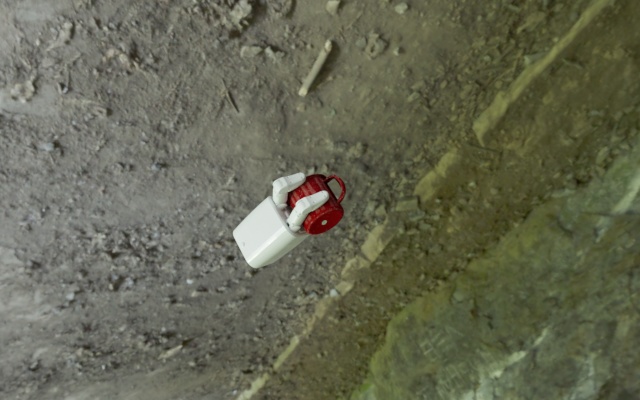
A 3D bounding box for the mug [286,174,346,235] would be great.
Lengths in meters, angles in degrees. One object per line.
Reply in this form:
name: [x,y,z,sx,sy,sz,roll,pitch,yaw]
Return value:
mug: [0.001,0.002,0.893,0.117,0.081,0.093,-41,-28,16]
